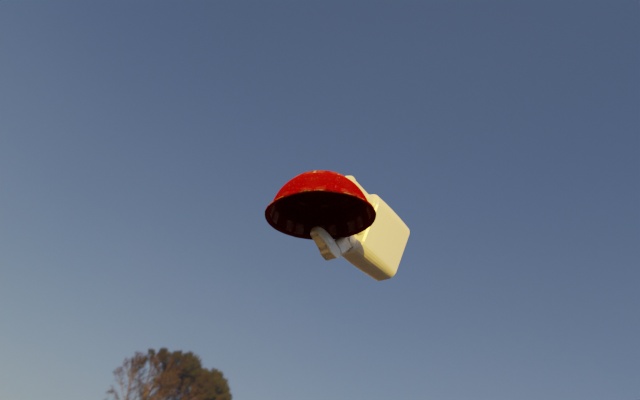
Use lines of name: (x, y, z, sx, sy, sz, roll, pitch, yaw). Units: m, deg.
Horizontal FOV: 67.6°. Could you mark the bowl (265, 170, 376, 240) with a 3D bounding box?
bowl: (0.000, 0.001, 0.702, 0.162, 0.055, 0.162, 0, -28, 0)
